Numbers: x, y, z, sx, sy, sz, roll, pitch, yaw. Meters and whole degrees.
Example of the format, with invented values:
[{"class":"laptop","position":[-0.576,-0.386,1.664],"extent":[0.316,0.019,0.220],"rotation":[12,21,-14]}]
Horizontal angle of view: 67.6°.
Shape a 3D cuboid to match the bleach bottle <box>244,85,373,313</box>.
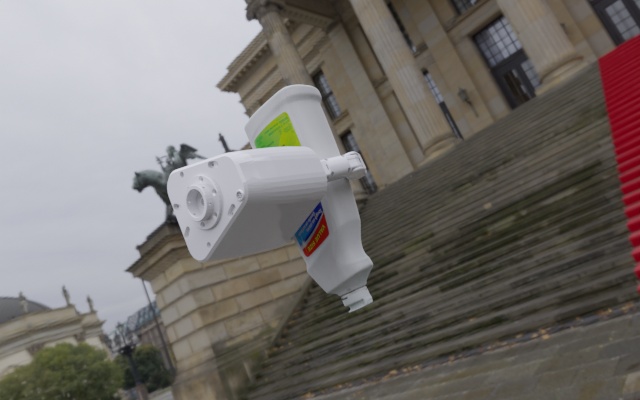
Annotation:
[{"class":"bleach bottle","position":[0.000,0.002,0.544],"extent":[0.102,0.250,0.068],"rotation":[-33,-14,38]}]
